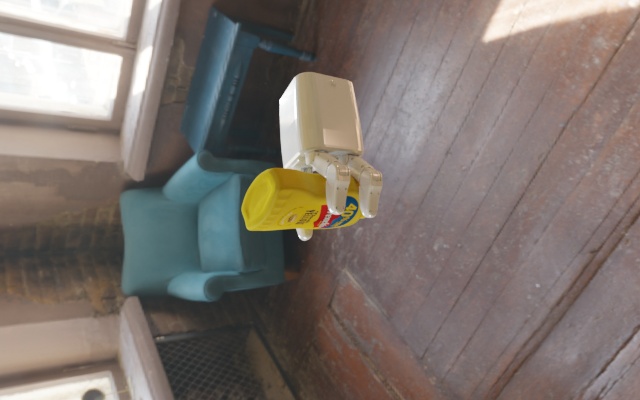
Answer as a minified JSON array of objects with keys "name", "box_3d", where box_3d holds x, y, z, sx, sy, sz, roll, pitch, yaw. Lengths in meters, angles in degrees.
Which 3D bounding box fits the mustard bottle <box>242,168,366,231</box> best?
[{"name":"mustard bottle","box_3d":[0.000,0.002,0.629,0.191,0.058,0.096,2,-37,-37]}]
